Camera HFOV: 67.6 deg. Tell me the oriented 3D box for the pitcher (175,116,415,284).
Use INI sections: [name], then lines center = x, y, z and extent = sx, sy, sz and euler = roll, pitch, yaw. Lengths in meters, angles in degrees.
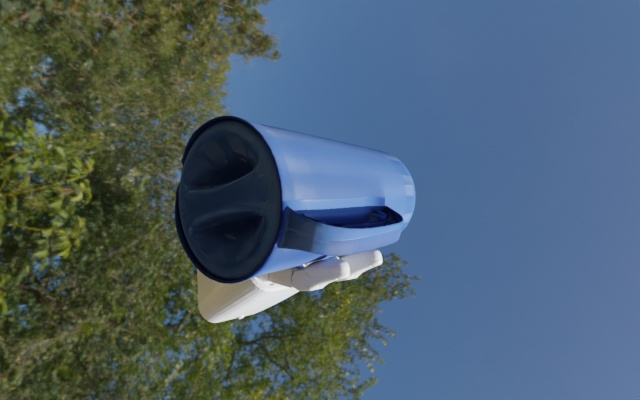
[pitcher]
center = 0.000, 0.002, 0.462
extent = 0.145, 0.149, 0.243
euler = -36, -21, 34
